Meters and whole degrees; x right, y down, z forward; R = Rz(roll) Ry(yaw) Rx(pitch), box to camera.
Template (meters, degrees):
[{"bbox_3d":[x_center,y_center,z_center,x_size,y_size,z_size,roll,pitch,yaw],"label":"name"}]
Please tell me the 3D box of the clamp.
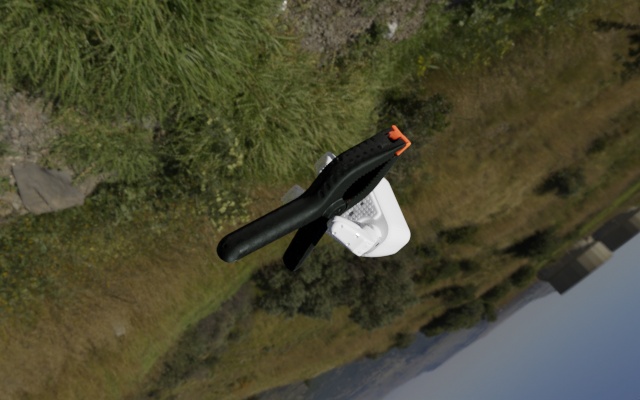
[{"bbox_3d":[0.001,0.002,0.486,0.210,0.036,0.164,-44,-21,14],"label":"clamp"}]
